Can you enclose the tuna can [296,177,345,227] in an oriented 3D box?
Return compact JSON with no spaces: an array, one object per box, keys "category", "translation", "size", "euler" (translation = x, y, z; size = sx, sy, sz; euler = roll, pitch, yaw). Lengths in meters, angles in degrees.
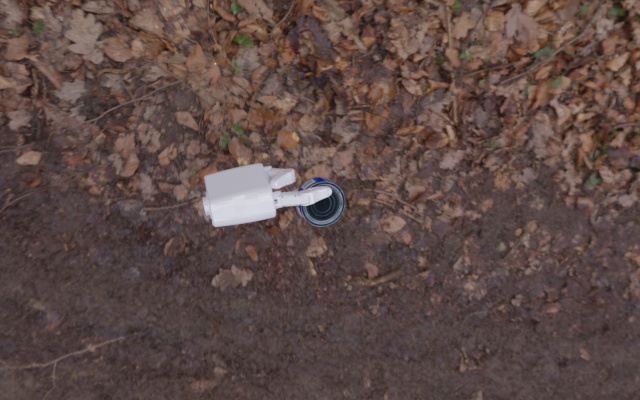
[{"category":"tuna can","translation":[0.000,0.003,0.849],"size":[0.086,0.086,0.033],"euler":[0,15,-18]}]
